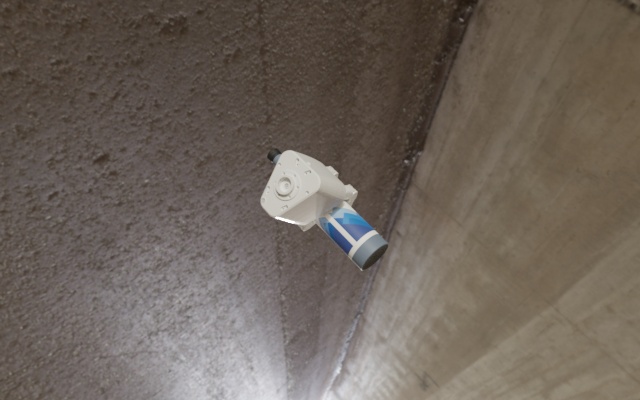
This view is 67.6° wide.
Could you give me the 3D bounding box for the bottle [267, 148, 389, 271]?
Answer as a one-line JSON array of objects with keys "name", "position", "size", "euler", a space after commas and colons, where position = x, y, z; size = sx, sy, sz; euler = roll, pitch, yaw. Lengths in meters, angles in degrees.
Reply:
[{"name": "bottle", "position": [0.000, 0.003, 0.891], "size": [0.295, 0.069, 0.069], "euler": [45, 21, 23]}]
